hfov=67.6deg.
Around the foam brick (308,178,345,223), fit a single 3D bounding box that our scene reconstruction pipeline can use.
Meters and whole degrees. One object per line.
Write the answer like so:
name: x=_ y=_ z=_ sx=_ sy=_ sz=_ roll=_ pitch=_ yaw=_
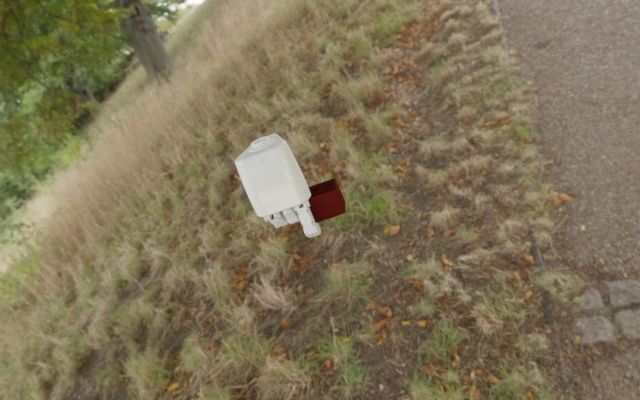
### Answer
foam brick: x=0.000 y=0.003 z=0.846 sx=0.078 sy=0.051 sz=0.053 roll=-19 pitch=20 yaw=8
